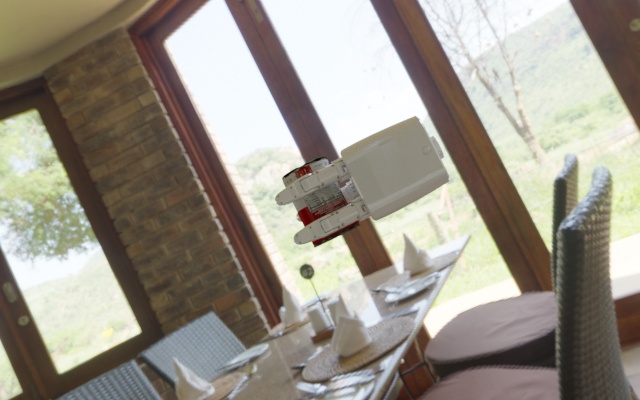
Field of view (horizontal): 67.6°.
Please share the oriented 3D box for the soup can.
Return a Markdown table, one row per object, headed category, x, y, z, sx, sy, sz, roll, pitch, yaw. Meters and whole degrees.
| category | x | y | z | sx | sy | sz | roll | pitch | yaw |
| --- | --- | --- | --- | --- | --- | --- | --- | --- | --- |
| soup can | 0.000 | 0.002 | 0.628 | 0.068 | 0.102 | 0.068 | -26 | -3 | -2 |
